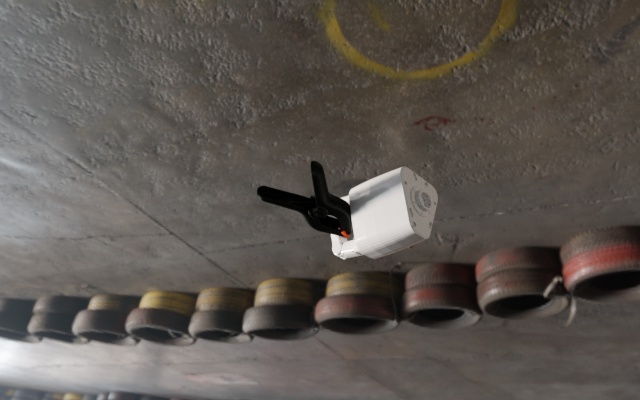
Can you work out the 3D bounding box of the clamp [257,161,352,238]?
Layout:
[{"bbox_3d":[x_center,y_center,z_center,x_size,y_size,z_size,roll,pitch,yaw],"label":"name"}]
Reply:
[{"bbox_3d":[0.000,0.003,0.743,0.171,0.039,0.120,30,-38,-32],"label":"clamp"}]
